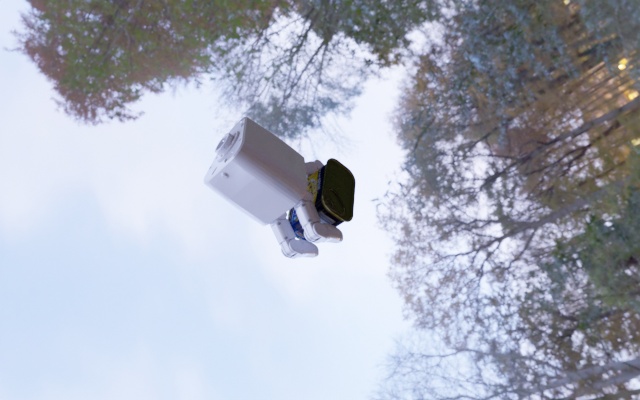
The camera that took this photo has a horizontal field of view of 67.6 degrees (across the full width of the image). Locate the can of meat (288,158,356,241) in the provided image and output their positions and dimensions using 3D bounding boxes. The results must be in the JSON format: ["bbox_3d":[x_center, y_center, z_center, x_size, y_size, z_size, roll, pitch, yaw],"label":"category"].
[{"bbox_3d":[0.000,0.002,0.688,0.057,0.102,0.084,35,-49,-26],"label":"can of meat"}]
